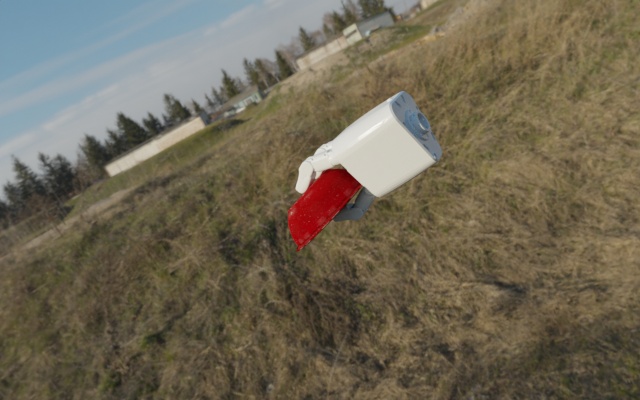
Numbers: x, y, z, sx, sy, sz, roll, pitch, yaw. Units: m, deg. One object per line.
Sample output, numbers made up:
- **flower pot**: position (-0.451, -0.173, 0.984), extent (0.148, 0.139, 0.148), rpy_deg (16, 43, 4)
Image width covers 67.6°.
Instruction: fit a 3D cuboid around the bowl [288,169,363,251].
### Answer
- **bowl**: position (-0.001, 0.003, 0.741), extent (0.055, 0.162, 0.162), rpy_deg (43, -1, -1)
